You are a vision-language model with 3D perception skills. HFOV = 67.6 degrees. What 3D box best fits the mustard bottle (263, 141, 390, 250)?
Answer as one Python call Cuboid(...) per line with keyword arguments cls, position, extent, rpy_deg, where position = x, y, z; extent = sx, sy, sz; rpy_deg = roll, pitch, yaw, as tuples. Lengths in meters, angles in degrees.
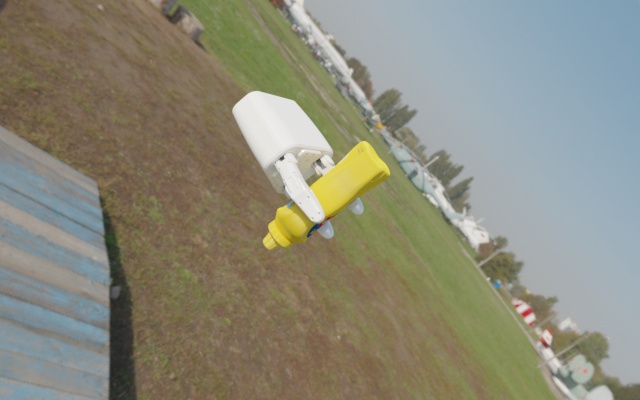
Cuboid(cls="mustard bottle", position=(0.000, 0.002, 0.628), extent=(0.191, 0.058, 0.096), rpy_deg=(-38, 2, 12))
